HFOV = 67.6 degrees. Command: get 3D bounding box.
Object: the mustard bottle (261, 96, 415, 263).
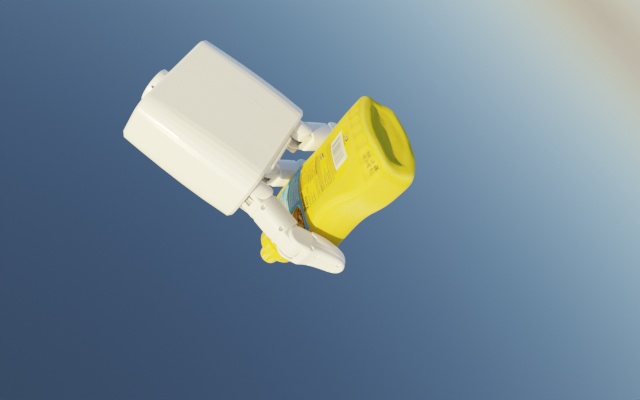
[{"bbox_3d":[0.001,0.001,0.438,0.058,0.096,0.192,21,-48,-31],"label":"mustard bottle"}]
